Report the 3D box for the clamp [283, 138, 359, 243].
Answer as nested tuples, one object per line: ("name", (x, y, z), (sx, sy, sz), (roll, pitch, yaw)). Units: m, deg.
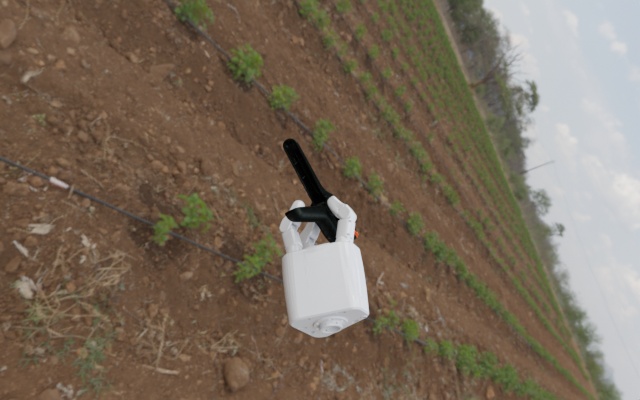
("clamp", (0.001, 0.003, 0.788), (0.036, 0.164, 0.210), (-24, -38, 21))
